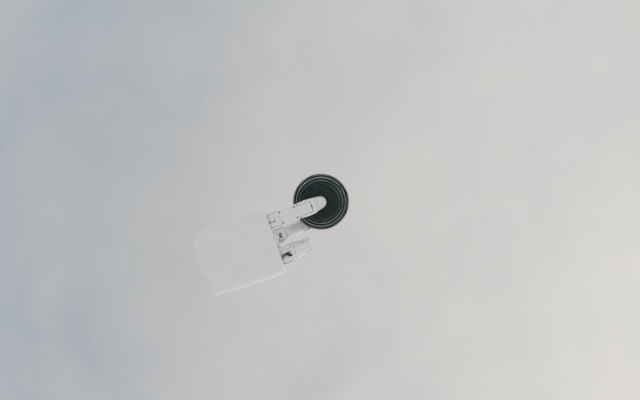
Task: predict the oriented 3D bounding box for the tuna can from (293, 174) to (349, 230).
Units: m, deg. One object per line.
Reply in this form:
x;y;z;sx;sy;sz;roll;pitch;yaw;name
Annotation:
0.000;0.002;0.742;0.086;0.086;0.034;0;-2;-3;tuna can
